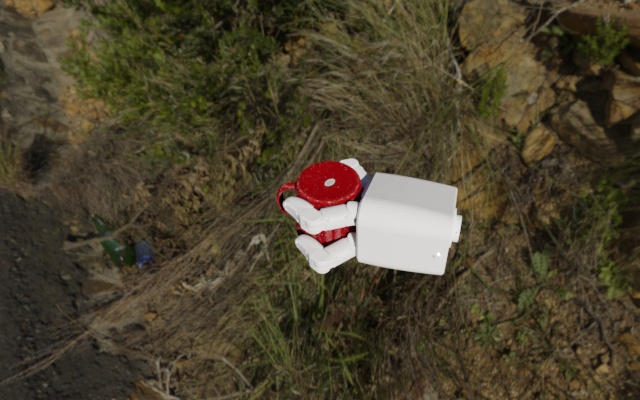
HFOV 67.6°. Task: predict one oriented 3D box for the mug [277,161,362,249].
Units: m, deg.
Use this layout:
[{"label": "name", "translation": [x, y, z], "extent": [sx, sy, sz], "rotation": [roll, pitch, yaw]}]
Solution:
[{"label": "mug", "translation": [-0.001, 0.002, 0.615], "extent": [0.117, 0.082, 0.093], "rotation": [9, 46, 13]}]
